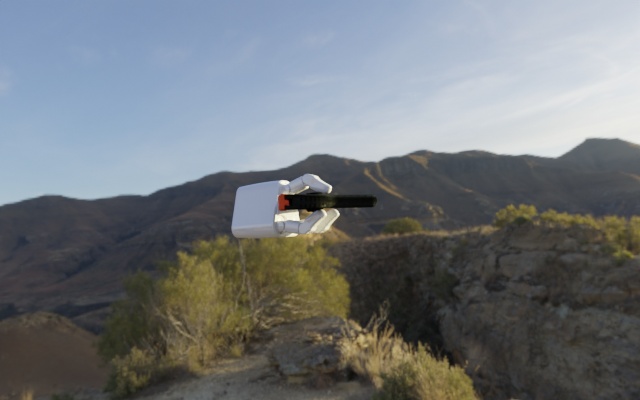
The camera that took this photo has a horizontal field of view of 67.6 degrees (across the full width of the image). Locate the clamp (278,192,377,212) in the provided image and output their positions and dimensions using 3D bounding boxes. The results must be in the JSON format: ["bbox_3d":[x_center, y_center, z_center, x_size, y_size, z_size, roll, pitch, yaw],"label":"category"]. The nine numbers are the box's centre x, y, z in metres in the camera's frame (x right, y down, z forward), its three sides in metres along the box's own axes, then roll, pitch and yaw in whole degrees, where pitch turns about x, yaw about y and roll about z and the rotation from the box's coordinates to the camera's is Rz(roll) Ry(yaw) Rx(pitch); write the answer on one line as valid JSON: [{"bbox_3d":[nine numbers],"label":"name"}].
[{"bbox_3d":[0.000,0.002,0.889,0.164,0.036,0.210,-4,-3,27],"label":"clamp"}]
